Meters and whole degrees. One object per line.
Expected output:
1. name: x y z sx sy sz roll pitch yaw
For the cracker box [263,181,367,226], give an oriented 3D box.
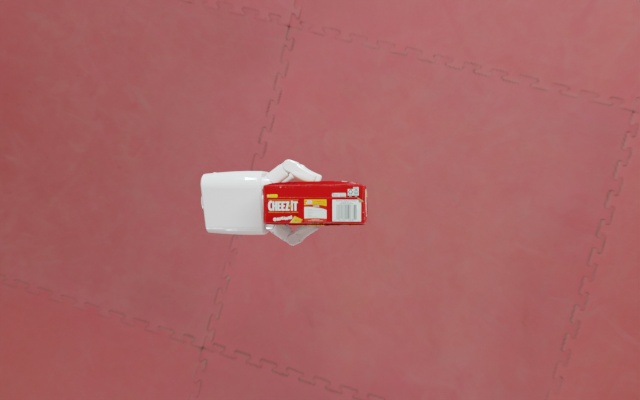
1. cracker box: 0.000 0.003 0.846 0.164 0.072 0.213 0 1 6
